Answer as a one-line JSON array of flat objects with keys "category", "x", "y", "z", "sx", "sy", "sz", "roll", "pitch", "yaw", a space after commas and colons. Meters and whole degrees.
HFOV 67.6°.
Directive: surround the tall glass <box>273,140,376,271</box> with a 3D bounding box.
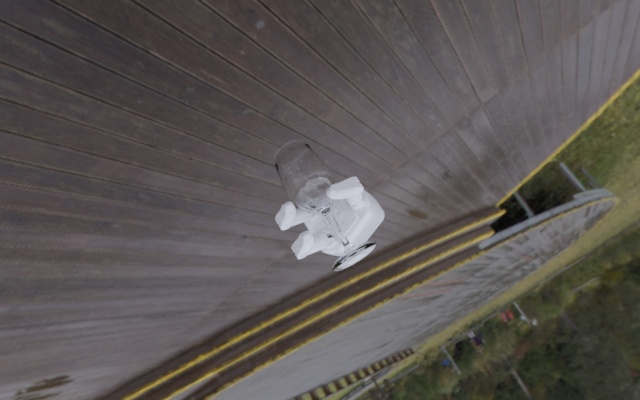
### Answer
[{"category": "tall glass", "x": 0.000, "y": 0.003, "z": 0.722, "sx": 0.079, "sy": 0.201, "sz": 0.079, "roll": -27, "pitch": -22, "yaw": -12}]
